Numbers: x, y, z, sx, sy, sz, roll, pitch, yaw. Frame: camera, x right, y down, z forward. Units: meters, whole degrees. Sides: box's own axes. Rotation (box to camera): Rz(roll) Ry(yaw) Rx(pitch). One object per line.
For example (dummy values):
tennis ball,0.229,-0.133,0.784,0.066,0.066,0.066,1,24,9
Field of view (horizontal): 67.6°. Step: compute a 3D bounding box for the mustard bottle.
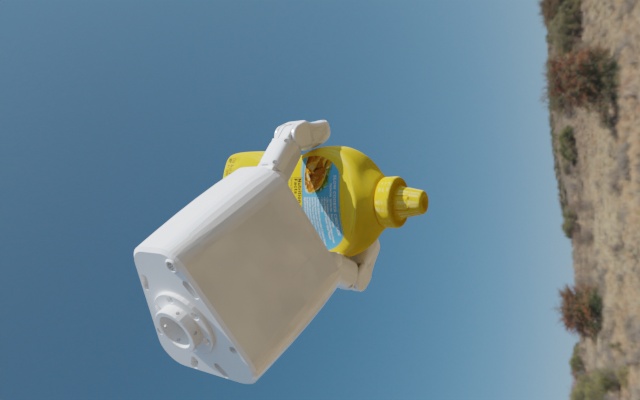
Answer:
mustard bottle,0.000,0.001,0.417,0.191,0.096,0.058,0,6,35
